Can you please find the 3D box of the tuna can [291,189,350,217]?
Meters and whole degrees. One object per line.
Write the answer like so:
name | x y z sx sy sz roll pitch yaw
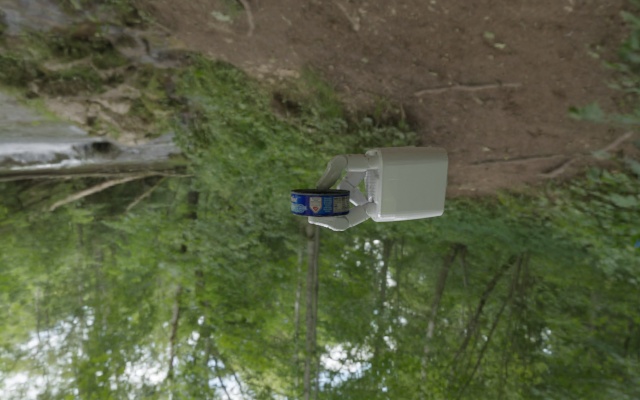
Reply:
tuna can | 0.000 0.003 0.689 0.086 0.034 0.086 1 6 0
